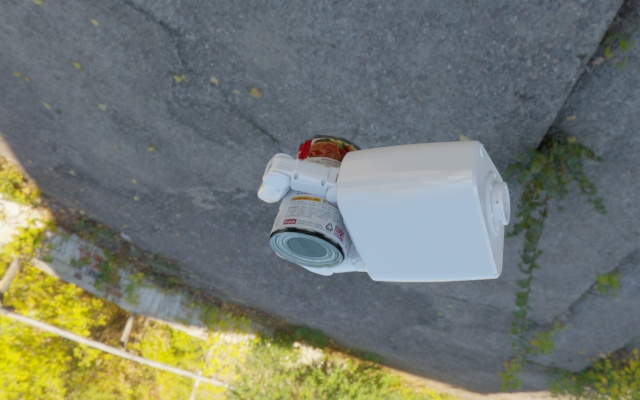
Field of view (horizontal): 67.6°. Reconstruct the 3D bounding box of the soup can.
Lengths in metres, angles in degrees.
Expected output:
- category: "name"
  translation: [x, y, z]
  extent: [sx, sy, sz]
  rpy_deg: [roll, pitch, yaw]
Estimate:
- category: "soup can"
  translation: [0.000, 0.002, 0.428]
  extent: [0.068, 0.102, 0.068]
  rpy_deg: [12, -31, 7]
